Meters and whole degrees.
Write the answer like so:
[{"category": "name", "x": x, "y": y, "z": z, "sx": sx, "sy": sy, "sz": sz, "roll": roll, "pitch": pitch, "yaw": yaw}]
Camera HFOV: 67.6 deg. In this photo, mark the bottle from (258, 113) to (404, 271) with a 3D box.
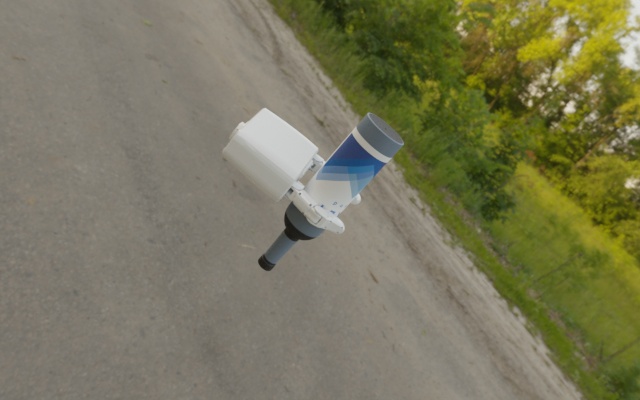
[{"category": "bottle", "x": 0.000, "y": 0.002, "z": 0.714, "sx": 0.296, "sy": 0.069, "sz": 0.069, "roll": -48, "pitch": -23, "yaw": 23}]
